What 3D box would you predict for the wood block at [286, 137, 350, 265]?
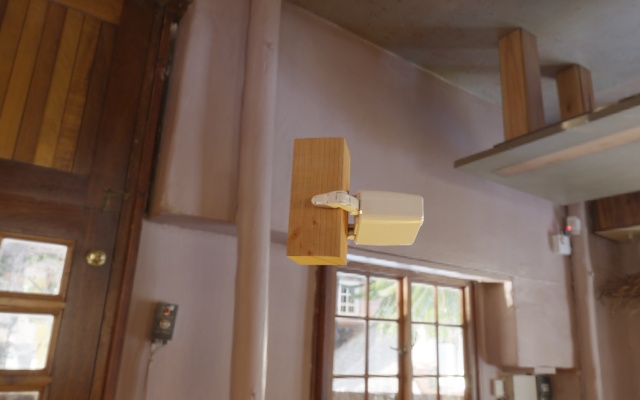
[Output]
[{"bbox_3d":[0.000,0.003,0.831,0.090,0.206,0.091,0,-16,11],"label":"wood block"}]
